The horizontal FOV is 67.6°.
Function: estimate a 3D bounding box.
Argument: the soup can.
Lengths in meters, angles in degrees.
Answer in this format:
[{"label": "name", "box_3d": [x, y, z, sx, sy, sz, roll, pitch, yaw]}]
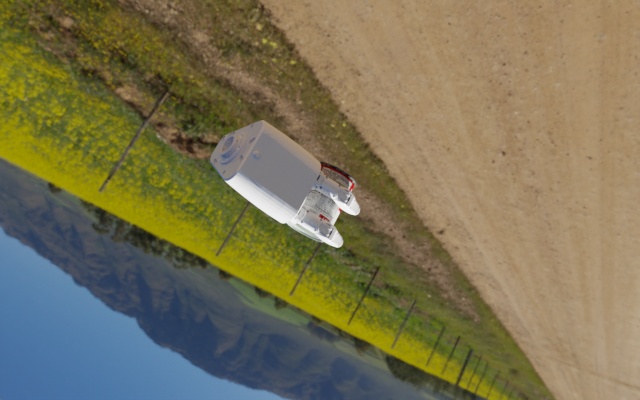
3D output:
[{"label": "soup can", "box_3d": [0.000, 0.003, 0.715, 0.068, 0.102, 0.068, 27, -13, 7]}]
